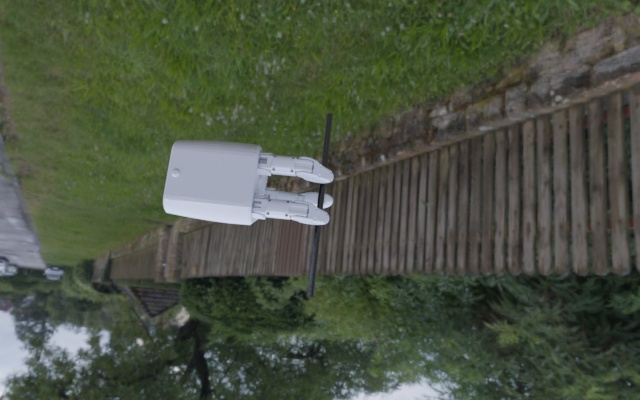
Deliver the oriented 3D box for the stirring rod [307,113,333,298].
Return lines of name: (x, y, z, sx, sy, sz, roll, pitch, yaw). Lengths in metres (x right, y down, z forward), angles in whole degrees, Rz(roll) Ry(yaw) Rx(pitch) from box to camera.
stirring rod: (0.000, 0.002, 0.612, 0.011, 0.239, 0.011, 6, -12, 1)
